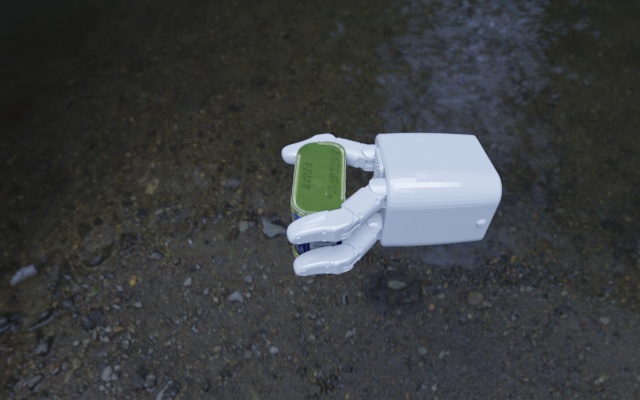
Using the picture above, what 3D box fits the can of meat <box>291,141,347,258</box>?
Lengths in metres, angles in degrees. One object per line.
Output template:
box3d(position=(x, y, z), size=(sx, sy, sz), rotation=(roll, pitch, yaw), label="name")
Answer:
box3d(position=(0.000, 0.001, 0.493), size=(0.057, 0.102, 0.084), rotation=(2, -38, 2), label="can of meat")
